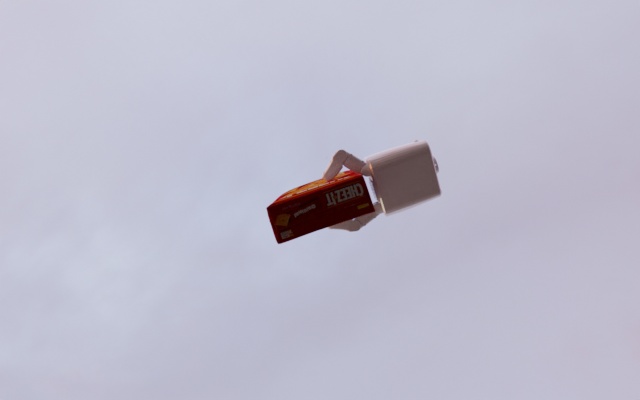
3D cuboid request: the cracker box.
[{"bbox_3d":[0.000,0.003,0.847,0.164,0.072,0.213,-19,5,2],"label":"cracker box"}]
